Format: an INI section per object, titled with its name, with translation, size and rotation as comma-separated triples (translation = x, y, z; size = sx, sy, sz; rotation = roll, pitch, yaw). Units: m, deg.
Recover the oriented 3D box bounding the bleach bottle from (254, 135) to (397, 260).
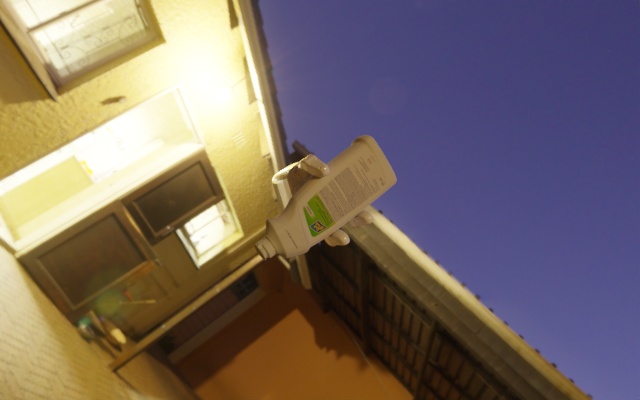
[bleach bottle]
translation = 0.000, 0.003, 0.756
size = 0.251, 0.102, 0.068
rotation = -36, 9, -20
